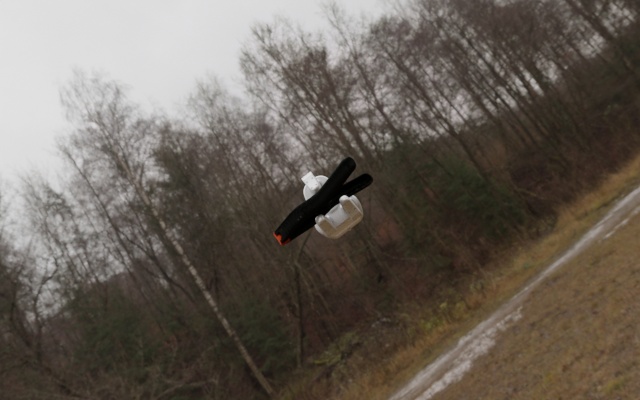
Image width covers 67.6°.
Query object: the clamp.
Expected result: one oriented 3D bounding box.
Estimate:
[{"bbox_3d":[-0.001,0.003,0.849,0.210,0.036,0.164,-38,-18,2],"label":"clamp"}]
